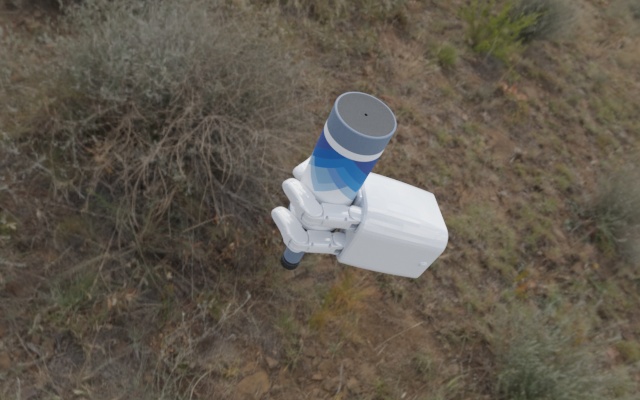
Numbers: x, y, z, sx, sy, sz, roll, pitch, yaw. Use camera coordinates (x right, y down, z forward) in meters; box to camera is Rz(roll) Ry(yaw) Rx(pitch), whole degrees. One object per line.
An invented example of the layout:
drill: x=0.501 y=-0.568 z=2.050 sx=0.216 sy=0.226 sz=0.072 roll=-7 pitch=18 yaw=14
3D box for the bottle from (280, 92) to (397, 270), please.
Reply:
bottle: x=0.000 y=0.002 z=0.583 sx=0.069 sy=0.069 sz=0.296 roll=0 pitch=-36 yaw=-22
